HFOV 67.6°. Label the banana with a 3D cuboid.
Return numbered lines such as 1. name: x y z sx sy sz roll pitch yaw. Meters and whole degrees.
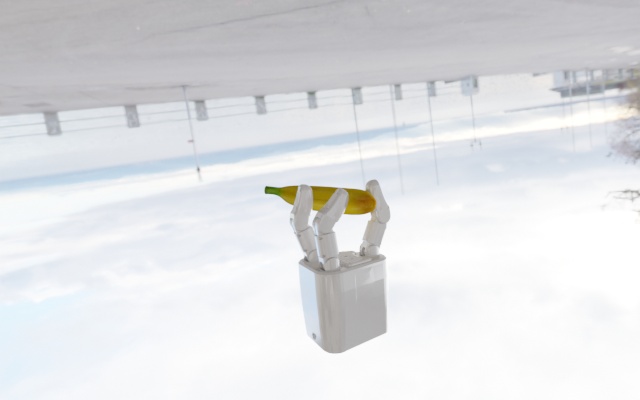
1. banana: 0.010 0.000 0.657 0.198 0.037 0.069 5 8 43
